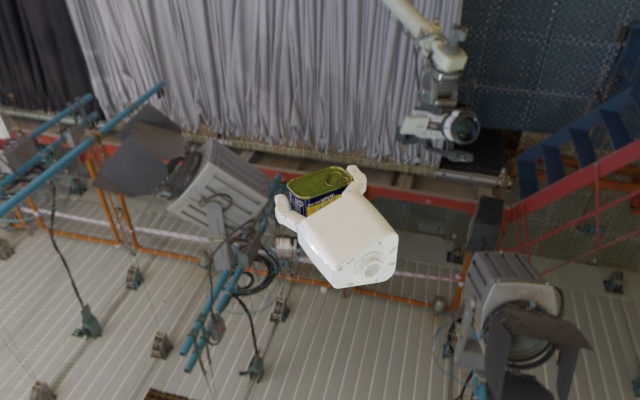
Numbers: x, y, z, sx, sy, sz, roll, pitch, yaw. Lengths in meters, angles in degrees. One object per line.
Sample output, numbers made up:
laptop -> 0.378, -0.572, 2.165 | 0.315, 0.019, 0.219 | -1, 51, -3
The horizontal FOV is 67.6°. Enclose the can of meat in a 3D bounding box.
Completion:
can of meat -> 0.000, 0.003, 0.772 | 0.102, 0.084, 0.057 | -20, 40, -23
